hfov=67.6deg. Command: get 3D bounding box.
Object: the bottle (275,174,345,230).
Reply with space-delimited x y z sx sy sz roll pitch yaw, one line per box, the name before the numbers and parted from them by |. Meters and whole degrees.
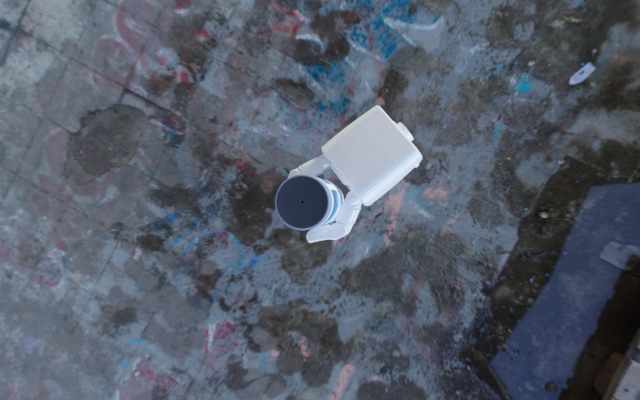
bottle | 0.000 0.002 0.707 0.069 0.069 0.296 0 0 9
